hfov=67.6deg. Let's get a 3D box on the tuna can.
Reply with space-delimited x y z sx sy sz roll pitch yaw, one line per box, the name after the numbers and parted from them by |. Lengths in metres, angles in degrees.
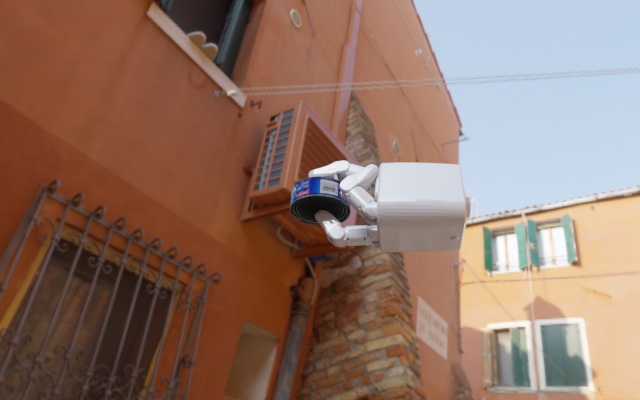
0.000 0.002 0.679 0.086 0.033 0.086 2 -31 1 | tuna can
